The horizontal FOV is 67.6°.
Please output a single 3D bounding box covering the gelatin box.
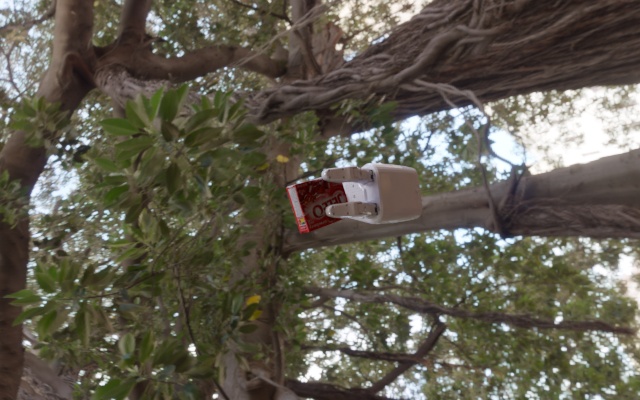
[{"bbox_3d":[0.000,0.003,0.726,0.089,0.073,0.030,-18,2,-35],"label":"gelatin box"}]
